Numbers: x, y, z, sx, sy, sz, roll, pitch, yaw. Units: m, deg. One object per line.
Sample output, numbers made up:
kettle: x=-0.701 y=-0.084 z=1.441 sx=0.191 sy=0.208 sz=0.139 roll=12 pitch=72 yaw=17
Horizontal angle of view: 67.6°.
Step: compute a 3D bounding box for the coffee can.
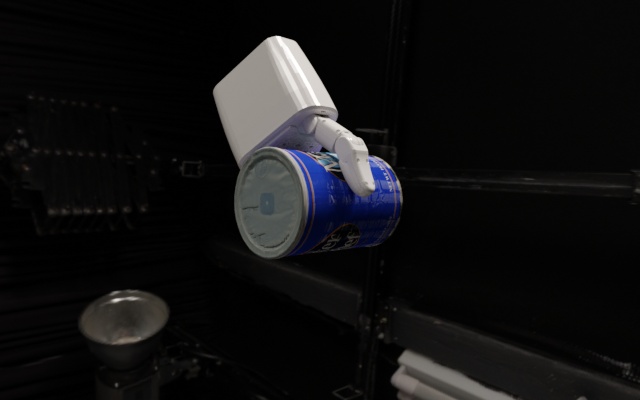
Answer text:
coffee can: x=0.000 y=0.002 z=0.483 sx=0.140 sy=0.103 sz=0.103 roll=-1 pitch=1 yaw=-44
